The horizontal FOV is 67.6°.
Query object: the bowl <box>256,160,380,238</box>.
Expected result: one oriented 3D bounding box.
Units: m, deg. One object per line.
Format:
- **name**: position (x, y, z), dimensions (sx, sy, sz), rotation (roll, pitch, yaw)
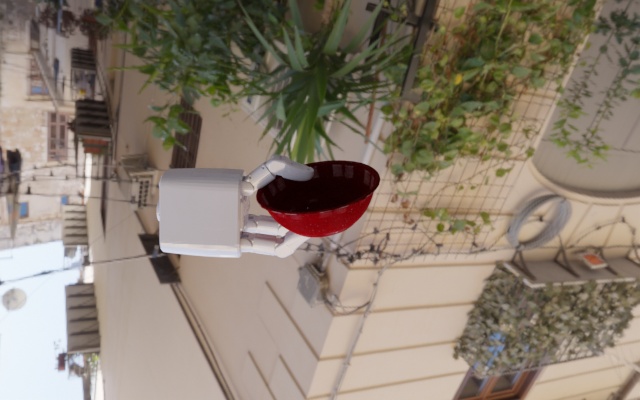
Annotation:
- **bowl**: position (0.001, 0.002, 0.625), dimensions (0.162, 0.055, 0.162), rotation (-8, 25, 4)
